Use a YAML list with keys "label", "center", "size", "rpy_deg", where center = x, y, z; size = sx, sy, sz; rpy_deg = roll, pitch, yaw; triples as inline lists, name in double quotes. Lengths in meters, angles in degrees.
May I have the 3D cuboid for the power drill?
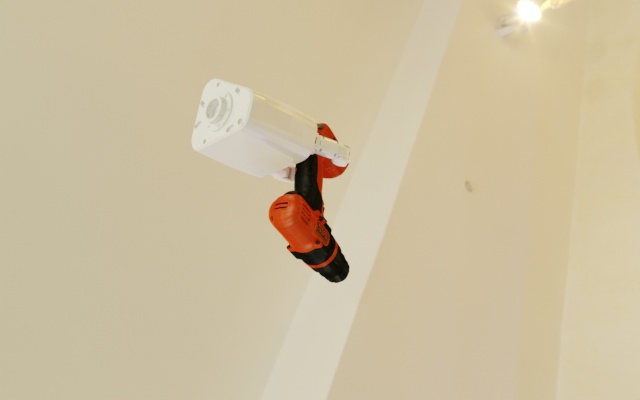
- label: "power drill"
  center: [0.000, 0.002, 0.662]
  size: [0.057, 0.187, 0.184]
  rpy_deg: [-10, -38, 21]
